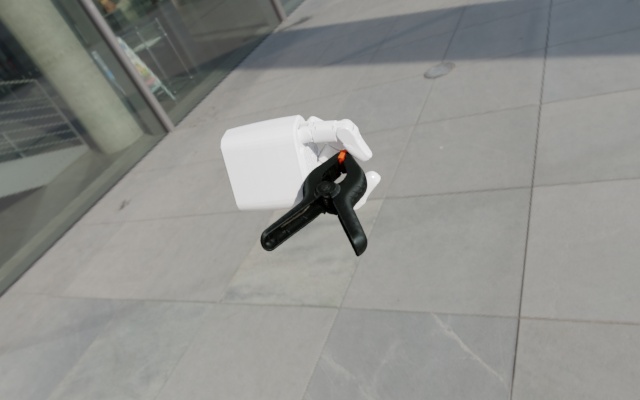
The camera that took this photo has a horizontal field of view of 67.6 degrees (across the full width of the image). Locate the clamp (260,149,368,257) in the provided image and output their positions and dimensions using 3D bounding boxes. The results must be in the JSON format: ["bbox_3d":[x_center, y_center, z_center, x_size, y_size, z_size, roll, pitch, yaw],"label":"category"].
[{"bbox_3d":[0.000,0.001,0.560,0.120,0.039,0.171,0,38,11],"label":"clamp"}]
